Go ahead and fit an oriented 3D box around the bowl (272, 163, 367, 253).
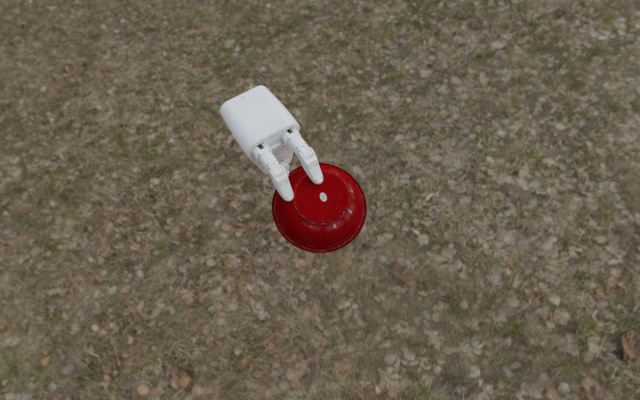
[{"bbox_3d":[0.001,0.003,0.785,0.162,0.162,0.055,0,-18,-4],"label":"bowl"}]
